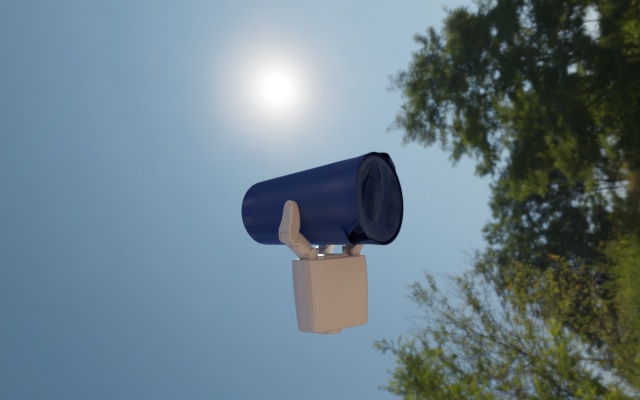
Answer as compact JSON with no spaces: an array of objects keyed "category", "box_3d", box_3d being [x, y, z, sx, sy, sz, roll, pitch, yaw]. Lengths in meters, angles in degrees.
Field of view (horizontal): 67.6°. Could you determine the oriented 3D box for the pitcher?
[{"category":"pitcher","box_3d":[0.000,0.003,0.746,0.243,0.145,0.149,-7,-6,37]}]
